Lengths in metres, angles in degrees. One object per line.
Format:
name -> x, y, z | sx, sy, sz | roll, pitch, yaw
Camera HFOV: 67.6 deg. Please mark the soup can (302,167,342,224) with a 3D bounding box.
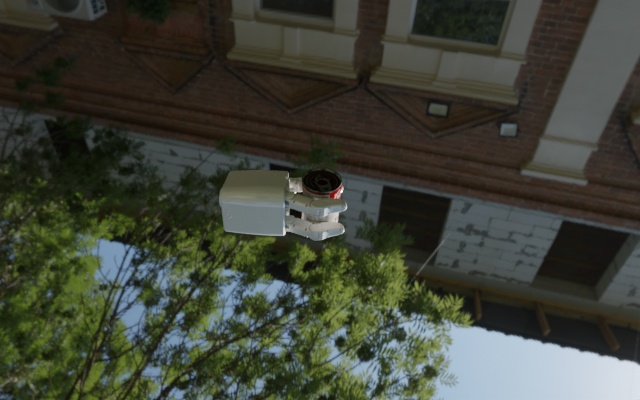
soup can -> 0.001, 0.003, 0.834 | 0.068, 0.102, 0.068 | 2, 41, -2
